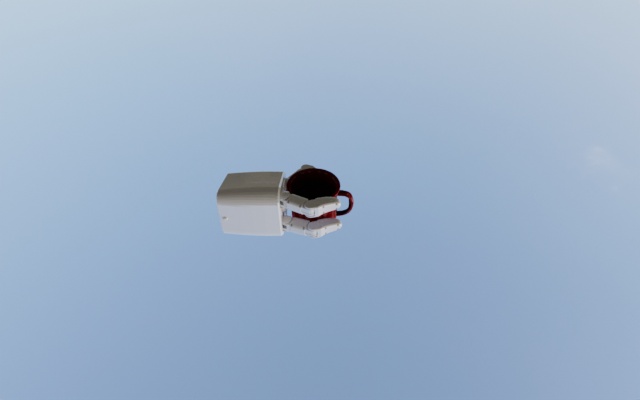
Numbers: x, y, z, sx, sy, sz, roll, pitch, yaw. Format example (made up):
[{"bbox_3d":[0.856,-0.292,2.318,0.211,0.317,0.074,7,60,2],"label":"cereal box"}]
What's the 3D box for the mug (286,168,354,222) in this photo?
[{"bbox_3d":[0.002,0.003,0.847,0.117,0.082,0.093,1,43,2],"label":"mug"}]
